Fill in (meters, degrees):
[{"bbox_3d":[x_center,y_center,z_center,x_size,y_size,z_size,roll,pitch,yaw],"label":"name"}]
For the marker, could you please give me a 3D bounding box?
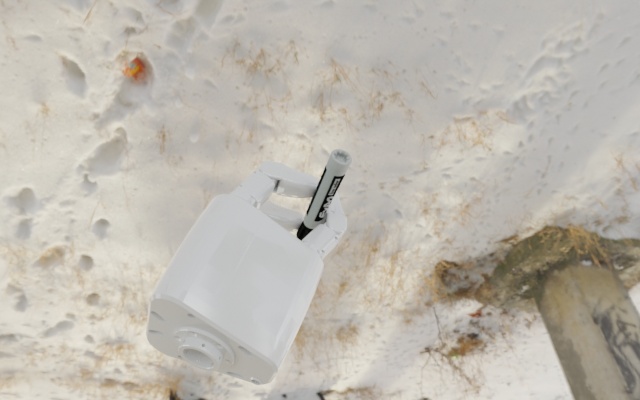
[{"bbox_3d":[0.000,0.001,0.442,0.020,0.020,0.121,0,-39,-22],"label":"marker"}]
